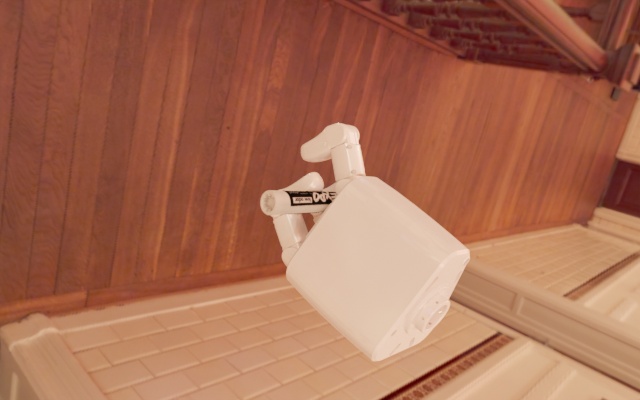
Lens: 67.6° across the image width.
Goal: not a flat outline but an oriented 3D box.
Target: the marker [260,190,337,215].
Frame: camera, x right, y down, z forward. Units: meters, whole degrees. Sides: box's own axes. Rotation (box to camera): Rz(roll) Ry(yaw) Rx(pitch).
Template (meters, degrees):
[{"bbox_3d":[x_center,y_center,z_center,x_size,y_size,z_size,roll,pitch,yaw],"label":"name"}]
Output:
[{"bbox_3d":[0.000,0.001,0.405,0.020,0.020,0.121,0,0,41],"label":"marker"}]
